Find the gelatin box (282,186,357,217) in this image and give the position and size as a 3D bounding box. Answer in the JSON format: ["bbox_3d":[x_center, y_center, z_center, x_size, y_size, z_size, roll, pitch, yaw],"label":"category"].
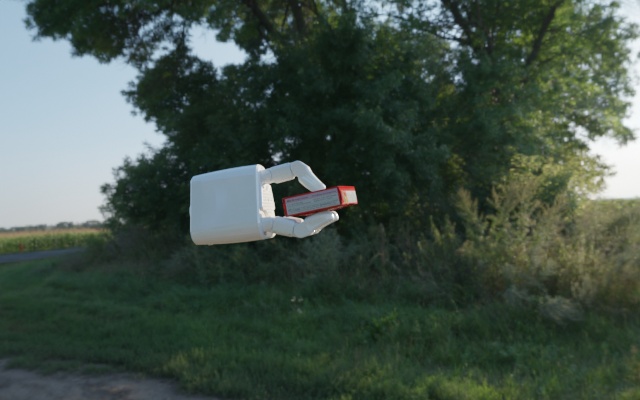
[{"bbox_3d":[0.000,0.002,0.690,0.089,0.030,0.073,-13,-4,21],"label":"gelatin box"}]
